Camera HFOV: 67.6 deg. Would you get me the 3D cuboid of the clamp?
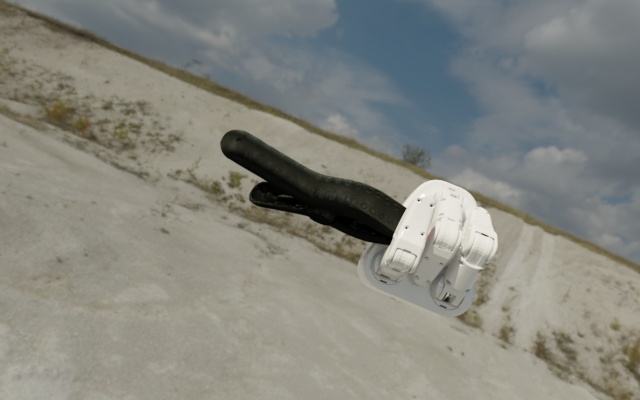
[{"bbox_3d":[0.000,0.001,0.408,0.171,0.039,0.120,25,-12,4],"label":"clamp"}]
